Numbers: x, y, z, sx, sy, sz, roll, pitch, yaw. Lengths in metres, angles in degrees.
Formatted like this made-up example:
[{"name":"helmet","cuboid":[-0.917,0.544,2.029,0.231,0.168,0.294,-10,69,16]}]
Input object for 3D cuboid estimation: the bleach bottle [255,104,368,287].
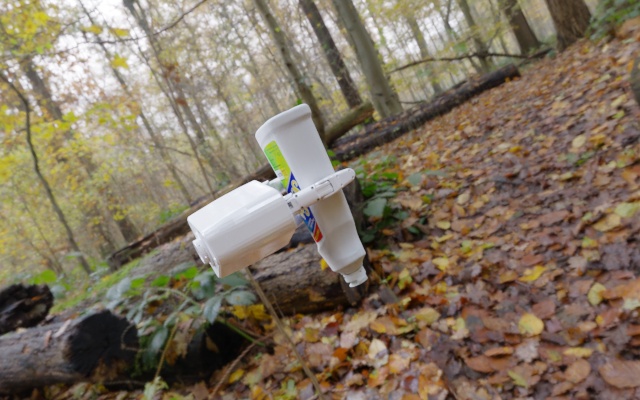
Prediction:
[{"name":"bleach bottle","cuboid":[0.000,0.002,0.652,0.068,0.251,0.102,-29,5,-20]}]
